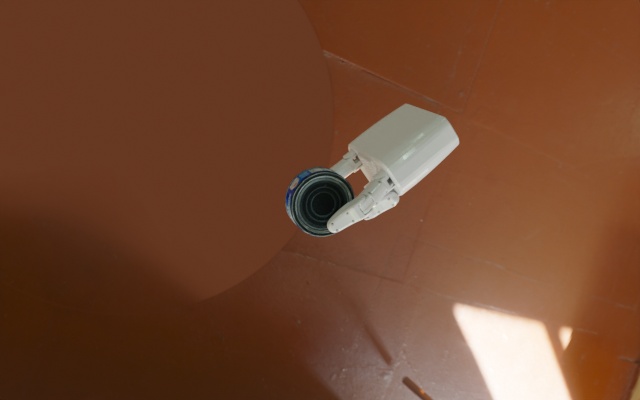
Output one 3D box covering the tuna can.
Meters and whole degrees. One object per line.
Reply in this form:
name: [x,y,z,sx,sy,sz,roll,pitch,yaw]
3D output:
tuna can: [0.000,0.002,0.605,0.086,0.086,0.033,0,13,-16]
